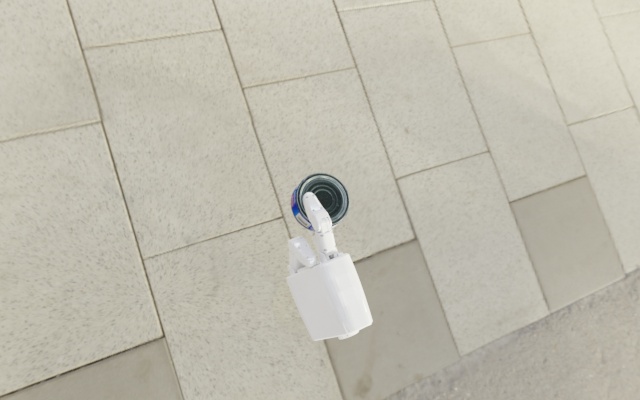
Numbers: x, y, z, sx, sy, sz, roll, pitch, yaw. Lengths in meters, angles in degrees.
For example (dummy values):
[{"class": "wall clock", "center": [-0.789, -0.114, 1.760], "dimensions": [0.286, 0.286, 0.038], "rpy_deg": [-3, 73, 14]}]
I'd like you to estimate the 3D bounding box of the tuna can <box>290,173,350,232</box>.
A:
[{"class": "tuna can", "center": [0.000, 0.002, 0.720], "dimensions": [0.086, 0.086, 0.034], "rpy_deg": [0, -16, -17]}]
